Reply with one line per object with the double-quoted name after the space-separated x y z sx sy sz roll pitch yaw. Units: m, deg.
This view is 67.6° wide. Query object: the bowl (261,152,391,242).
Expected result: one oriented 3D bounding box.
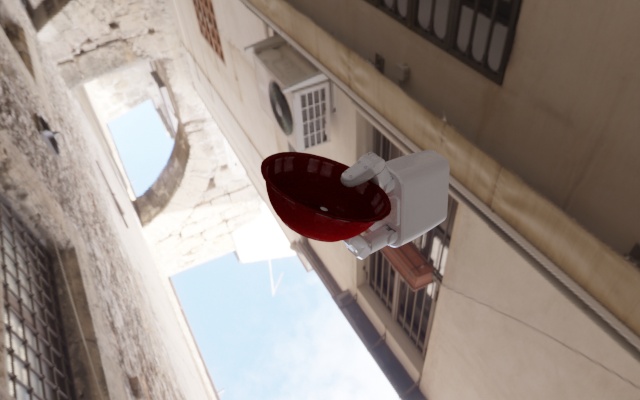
-0.001 0.002 0.574 0.162 0.055 0.162 17 26 -8 "bowl"
